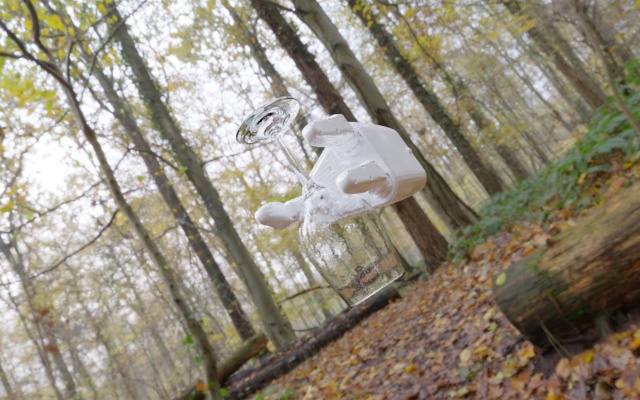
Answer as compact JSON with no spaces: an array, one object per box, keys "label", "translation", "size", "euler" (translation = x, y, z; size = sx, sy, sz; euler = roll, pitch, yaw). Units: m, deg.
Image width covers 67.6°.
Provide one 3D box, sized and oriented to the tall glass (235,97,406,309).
[{"label":"tall glass","translation":[0.000,0.001,0.460],"size":[0.079,0.201,0.079],"euler":[-31,-13,-8]}]
